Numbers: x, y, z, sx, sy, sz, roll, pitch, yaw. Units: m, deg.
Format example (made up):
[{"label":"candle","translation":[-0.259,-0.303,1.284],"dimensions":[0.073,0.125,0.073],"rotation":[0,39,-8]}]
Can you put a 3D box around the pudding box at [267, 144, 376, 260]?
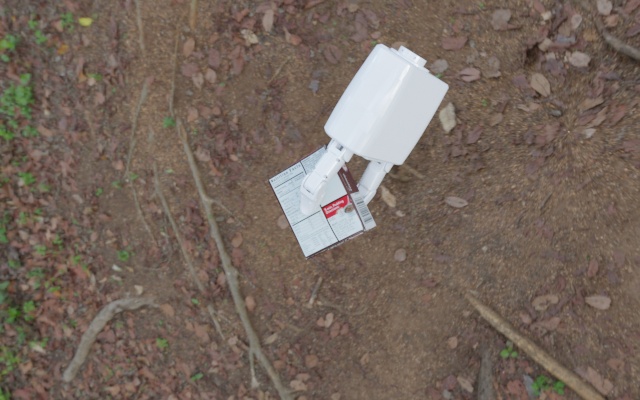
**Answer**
[{"label":"pudding box","translation":[0.000,0.002,0.573],"dimensions":[0.090,0.113,0.039],"rotation":[-28,-7,25]}]
